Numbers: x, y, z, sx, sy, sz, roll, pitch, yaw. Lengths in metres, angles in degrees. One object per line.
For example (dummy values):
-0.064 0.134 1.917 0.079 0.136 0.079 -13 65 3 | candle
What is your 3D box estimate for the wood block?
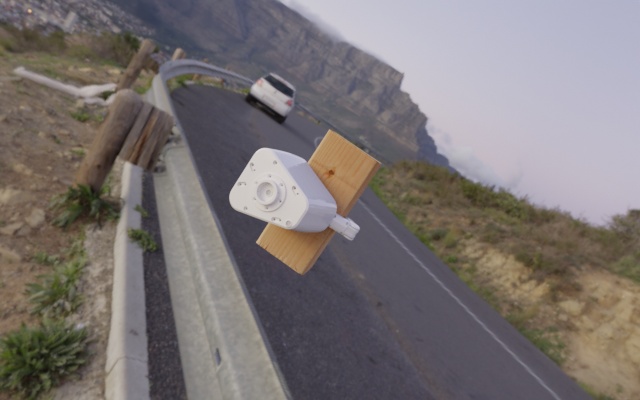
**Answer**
0.000 0.003 0.753 0.091 0.206 0.090 35 9 7 | wood block
